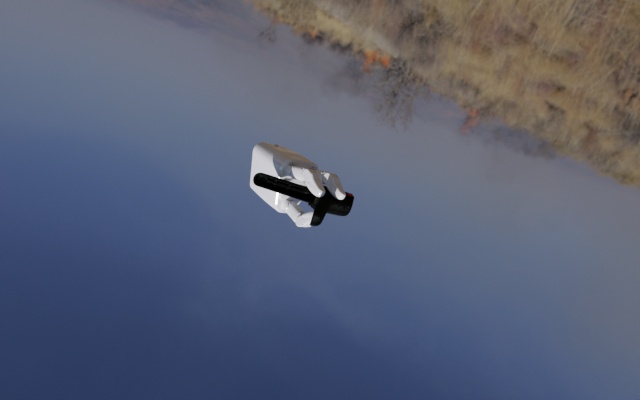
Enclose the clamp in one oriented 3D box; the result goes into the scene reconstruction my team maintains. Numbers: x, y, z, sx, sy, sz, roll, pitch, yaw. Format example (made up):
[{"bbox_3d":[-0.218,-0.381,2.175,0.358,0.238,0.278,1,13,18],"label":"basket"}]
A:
[{"bbox_3d":[0.000,0.003,0.869,0.210,0.036,0.164,7,24,-45],"label":"clamp"}]
